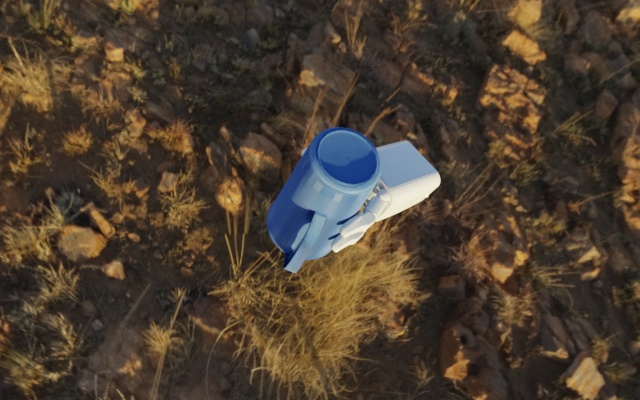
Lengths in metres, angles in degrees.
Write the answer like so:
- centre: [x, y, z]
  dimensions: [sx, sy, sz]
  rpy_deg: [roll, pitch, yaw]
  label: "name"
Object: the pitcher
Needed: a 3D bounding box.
- centre: [0.000, 0.002, 0.751]
  dimensions: [0.145, 0.149, 0.243]
  rpy_deg: [-19, -19, -26]
  label: "pitcher"
